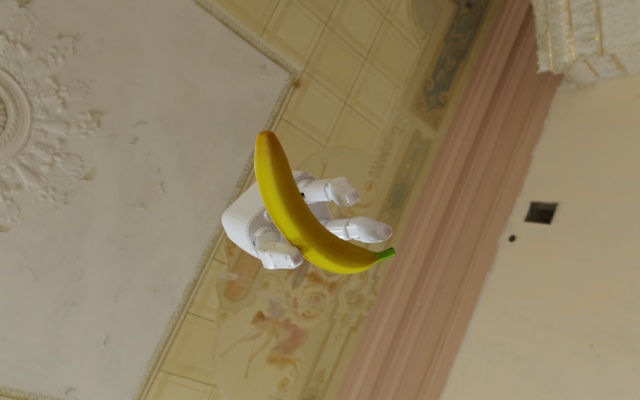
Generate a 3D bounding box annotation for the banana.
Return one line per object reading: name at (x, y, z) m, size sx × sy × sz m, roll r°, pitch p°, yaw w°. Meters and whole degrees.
banana at (-0.009, 0.018, 0.482) m, size 0.198 × 0.069 × 0.037 m, roll 43°, pitch -11°, yaw -25°
